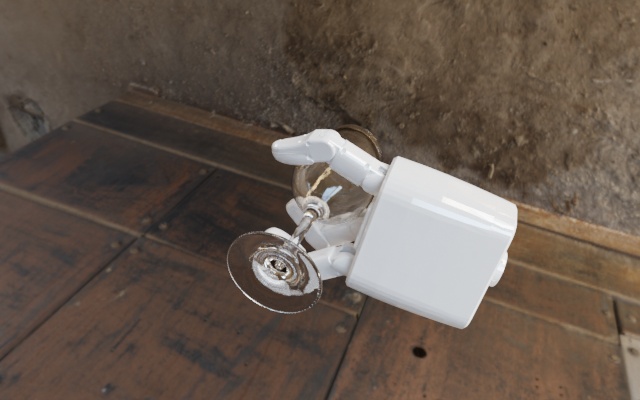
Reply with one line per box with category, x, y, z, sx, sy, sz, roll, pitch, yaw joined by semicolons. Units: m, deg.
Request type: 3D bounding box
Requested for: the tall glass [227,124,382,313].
tall glass;0.000;0.002;0.418;0.079;0.079;0.201;0;32;23
